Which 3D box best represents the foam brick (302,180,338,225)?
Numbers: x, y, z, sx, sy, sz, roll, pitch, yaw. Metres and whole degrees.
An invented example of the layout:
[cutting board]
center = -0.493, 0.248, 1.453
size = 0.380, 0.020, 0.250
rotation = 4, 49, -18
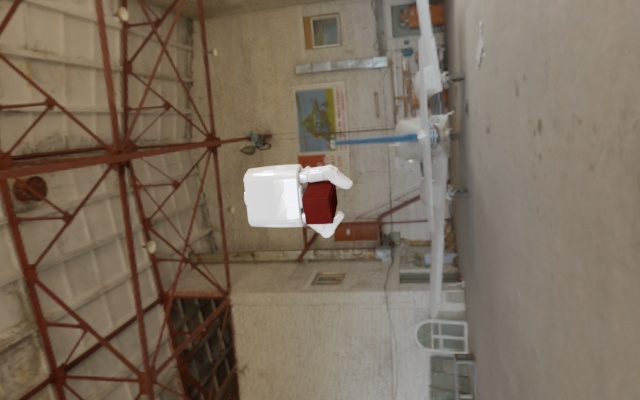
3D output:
[foam brick]
center = 0.000, 0.003, 0.879
size = 0.051, 0.053, 0.078
rotation = -2, 28, 10
